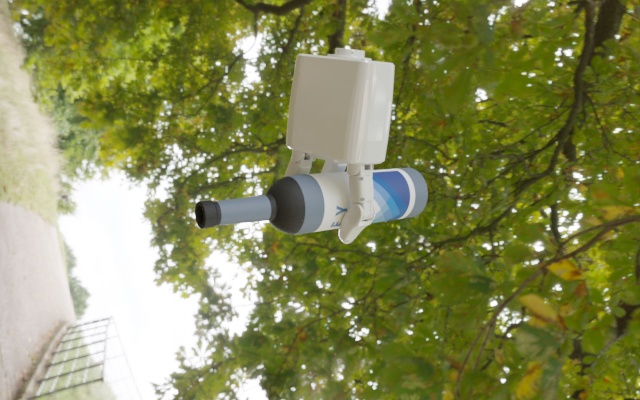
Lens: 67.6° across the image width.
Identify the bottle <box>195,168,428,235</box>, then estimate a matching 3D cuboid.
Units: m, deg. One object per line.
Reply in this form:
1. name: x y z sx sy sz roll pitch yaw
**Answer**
1. bottle: 0.000 0.002 0.555 0.295 0.069 0.069 -6 3 -36
